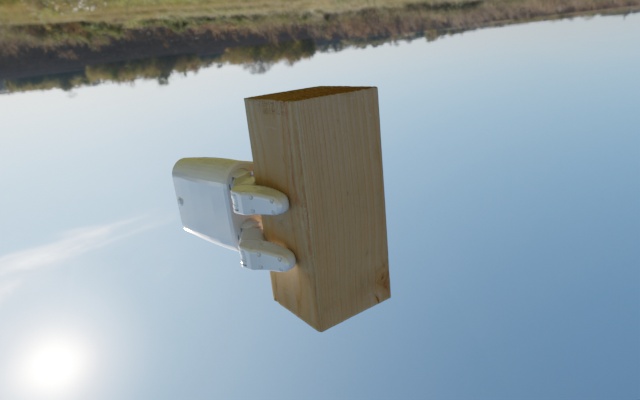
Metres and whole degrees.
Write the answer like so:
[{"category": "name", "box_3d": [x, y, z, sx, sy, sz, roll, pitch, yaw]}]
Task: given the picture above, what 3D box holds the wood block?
[{"category": "wood block", "box_3d": [0.000, 0.001, 0.453, 0.091, 0.206, 0.090, -18, 22, -32]}]
